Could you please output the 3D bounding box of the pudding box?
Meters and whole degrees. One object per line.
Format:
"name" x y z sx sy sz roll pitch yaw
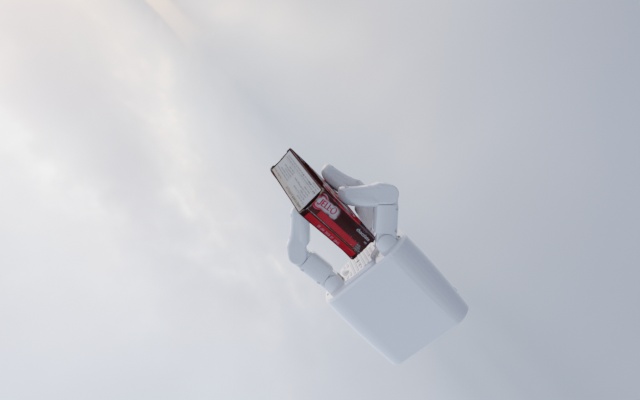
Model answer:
"pudding box" 0.000 0.002 0.509 0.090 0.039 0.113 44 3 -34
